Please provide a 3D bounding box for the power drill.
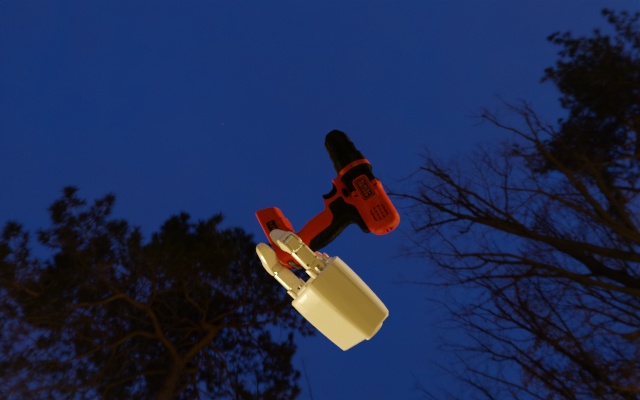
[{"bbox_3d":[0.000,0.003,0.721,0.187,0.184,0.057,-32,-24,6],"label":"power drill"}]
